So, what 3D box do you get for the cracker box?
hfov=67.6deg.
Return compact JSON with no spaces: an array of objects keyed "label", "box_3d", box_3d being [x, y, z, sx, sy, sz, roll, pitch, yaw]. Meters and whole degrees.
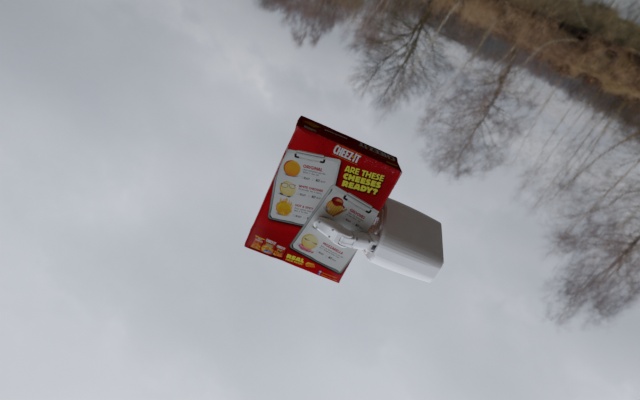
[{"label":"cracker box","box_3d":[0.000,0.003,0.729,0.164,0.214,0.072,23,24,-9]}]
